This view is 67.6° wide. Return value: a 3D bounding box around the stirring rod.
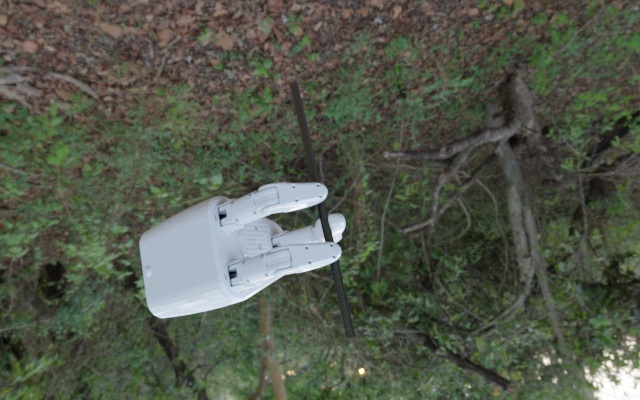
[{"bbox_3d":[0.000,0.001,0.432,0.011,0.239,0.011,-12,-14,-3],"label":"stirring rod"}]
